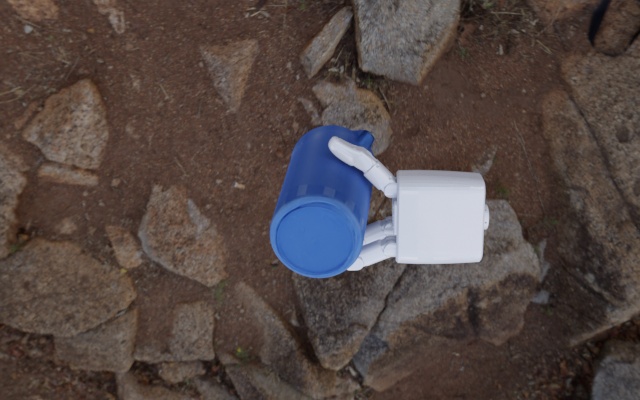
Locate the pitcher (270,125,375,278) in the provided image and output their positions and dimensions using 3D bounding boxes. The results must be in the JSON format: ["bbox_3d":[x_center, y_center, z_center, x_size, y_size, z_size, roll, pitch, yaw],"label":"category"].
[{"bbox_3d":[0.000,0.002,0.644,0.145,0.149,0.242,3,25,6],"label":"pitcher"}]
